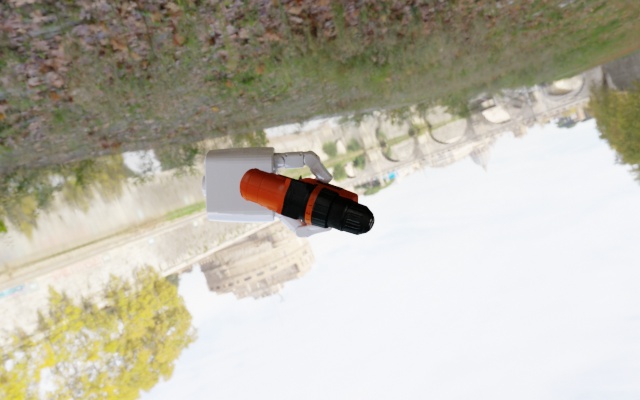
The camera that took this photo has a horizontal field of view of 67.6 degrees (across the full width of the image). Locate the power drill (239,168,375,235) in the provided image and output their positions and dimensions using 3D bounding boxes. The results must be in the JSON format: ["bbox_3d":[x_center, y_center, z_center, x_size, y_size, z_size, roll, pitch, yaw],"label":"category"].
[{"bbox_3d":[0.000,0.002,0.679,0.184,0.057,0.187,20,3,15],"label":"power drill"}]
